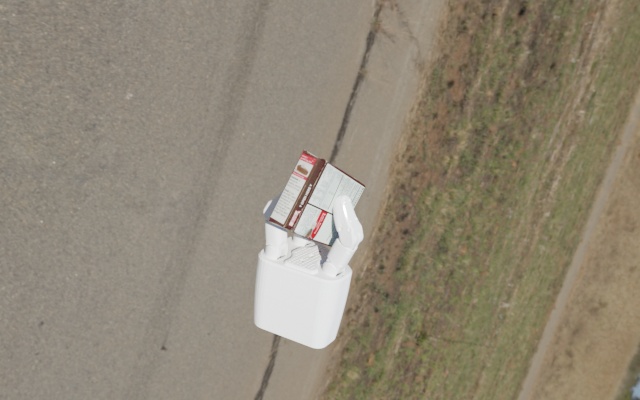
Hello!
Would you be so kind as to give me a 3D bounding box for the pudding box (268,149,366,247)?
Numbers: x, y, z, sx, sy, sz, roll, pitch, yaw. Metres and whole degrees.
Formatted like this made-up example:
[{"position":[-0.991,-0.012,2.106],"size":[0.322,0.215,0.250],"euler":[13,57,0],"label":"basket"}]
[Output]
[{"position":[0.000,0.002,0.562],"size":[0.039,0.090,0.113],"euler":[26,0,30],"label":"pudding box"}]
